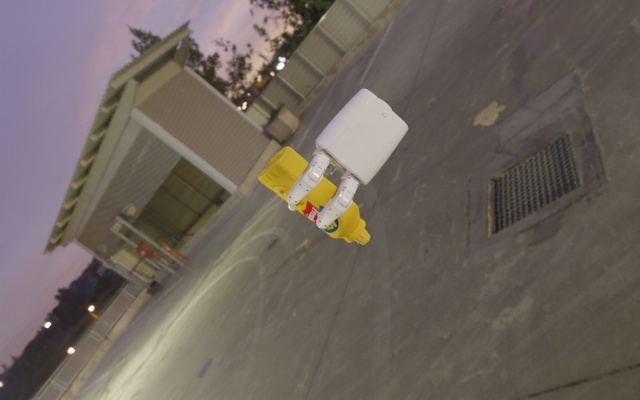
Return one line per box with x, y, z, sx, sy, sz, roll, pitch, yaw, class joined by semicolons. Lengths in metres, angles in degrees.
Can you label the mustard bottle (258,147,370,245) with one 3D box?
0.000;0.002;0.722;0.192;0.058;0.096;39;-25;-13;mustard bottle
